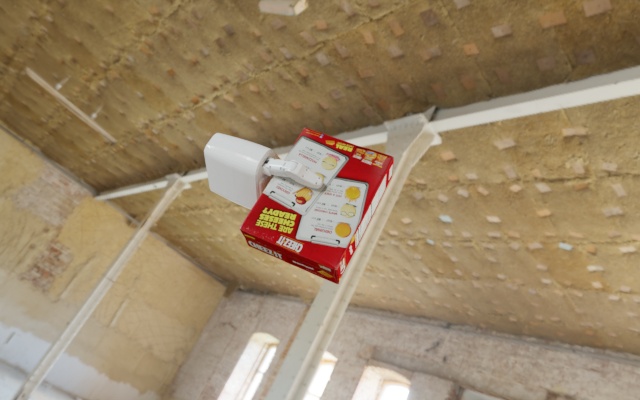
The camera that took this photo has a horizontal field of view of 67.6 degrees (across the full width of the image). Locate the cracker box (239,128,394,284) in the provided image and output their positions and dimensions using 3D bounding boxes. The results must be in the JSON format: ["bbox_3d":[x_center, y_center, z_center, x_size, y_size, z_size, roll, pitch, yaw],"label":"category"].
[{"bbox_3d":[0.000,0.002,0.757,0.164,0.213,0.072,21,-26,18],"label":"cracker box"}]
